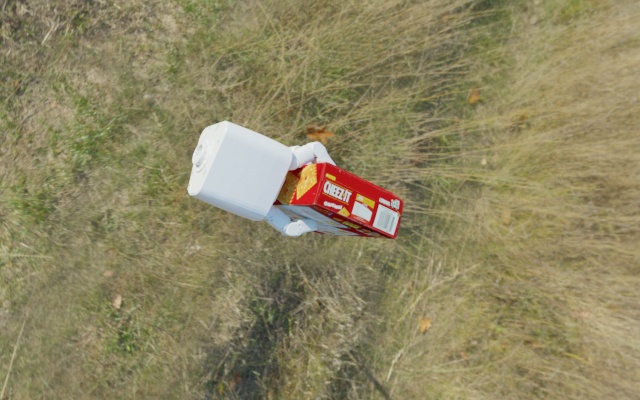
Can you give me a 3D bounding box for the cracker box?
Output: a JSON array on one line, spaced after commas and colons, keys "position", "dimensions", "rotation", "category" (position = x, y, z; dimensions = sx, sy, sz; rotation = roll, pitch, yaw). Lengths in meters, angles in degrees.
[{"position": [0.000, 0.003, 0.767], "dimensions": [0.164, 0.072, 0.213], "rotation": [23, -13, -33], "category": "cracker box"}]
